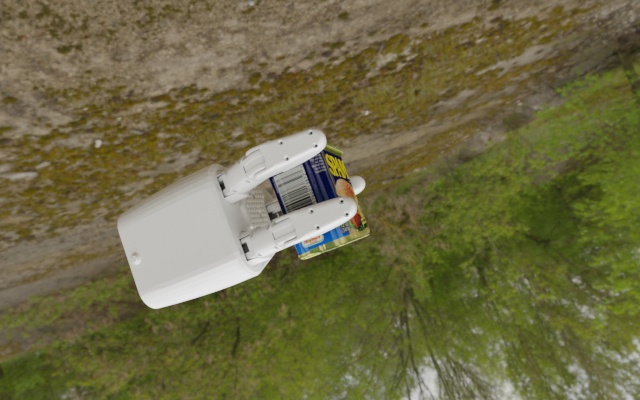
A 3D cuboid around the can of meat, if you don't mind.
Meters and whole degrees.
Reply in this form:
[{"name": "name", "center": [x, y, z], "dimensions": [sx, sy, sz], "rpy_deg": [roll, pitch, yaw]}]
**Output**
[{"name": "can of meat", "center": [0.000, 0.002, 0.414], "dimensions": [0.057, 0.084, 0.102], "rpy_deg": [-22, -6, 14]}]
